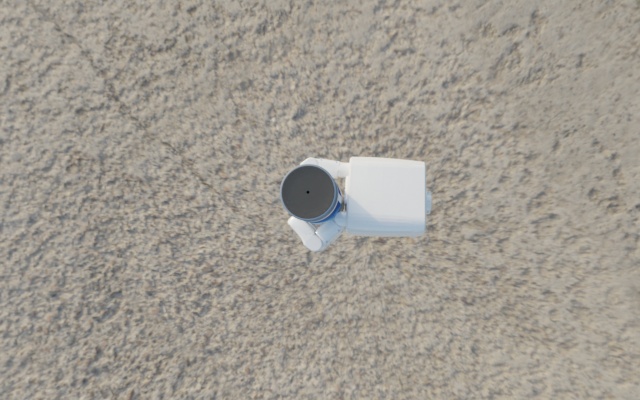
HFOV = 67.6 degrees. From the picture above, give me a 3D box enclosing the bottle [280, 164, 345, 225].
[{"bbox_3d":[0.000,0.002,0.695,0.069,0.069,0.296,0,-5,6],"label":"bottle"}]
